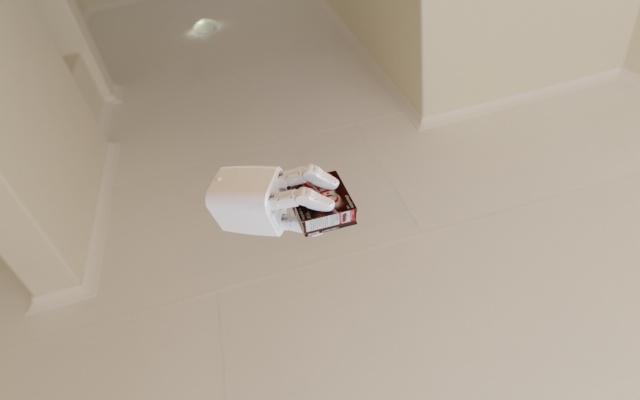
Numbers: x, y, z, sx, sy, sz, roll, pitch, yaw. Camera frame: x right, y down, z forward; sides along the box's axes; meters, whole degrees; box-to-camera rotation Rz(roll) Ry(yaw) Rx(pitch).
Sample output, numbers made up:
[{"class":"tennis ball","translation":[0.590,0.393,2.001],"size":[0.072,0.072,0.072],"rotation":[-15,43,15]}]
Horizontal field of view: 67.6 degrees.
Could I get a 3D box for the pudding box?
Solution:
[{"class":"pudding box","translation":[0.000,0.003,0.773],"size":[0.090,0.039,0.113],"rotation":[-14,42,-10]}]
